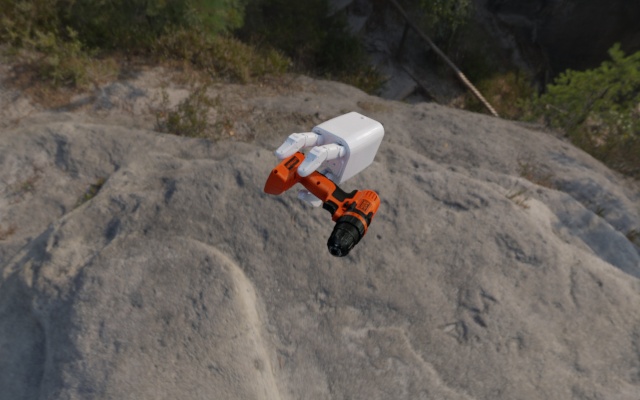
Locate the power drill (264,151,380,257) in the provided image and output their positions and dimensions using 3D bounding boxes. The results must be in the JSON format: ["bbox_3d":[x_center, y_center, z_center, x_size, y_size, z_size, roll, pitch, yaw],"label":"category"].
[{"bbox_3d":[0.000,0.002,0.818,0.187,0.057,0.184,34,34,5],"label":"power drill"}]
